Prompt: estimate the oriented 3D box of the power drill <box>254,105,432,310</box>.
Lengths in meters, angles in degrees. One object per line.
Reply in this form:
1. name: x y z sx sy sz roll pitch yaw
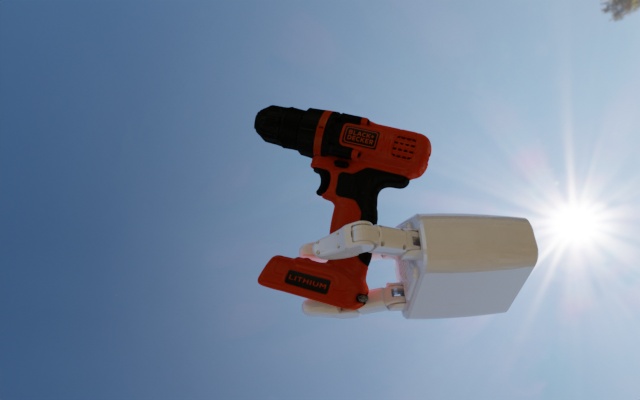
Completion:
1. power drill: 0.000 0.002 0.473 0.184 0.187 0.057 14 -7 15
